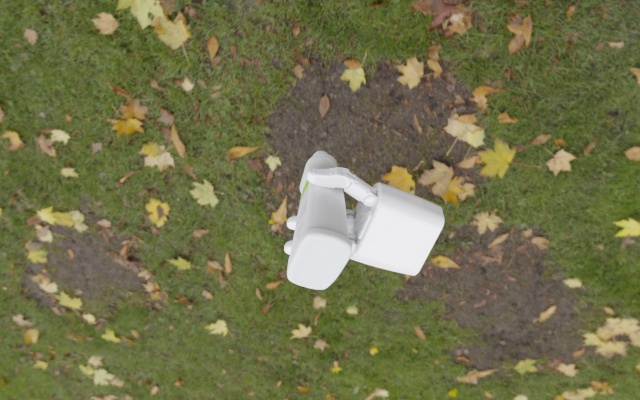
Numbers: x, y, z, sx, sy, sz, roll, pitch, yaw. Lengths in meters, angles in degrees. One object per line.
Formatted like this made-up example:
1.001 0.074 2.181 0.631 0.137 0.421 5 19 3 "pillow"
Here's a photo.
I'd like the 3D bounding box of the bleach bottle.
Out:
0.000 0.002 0.691 0.068 0.103 0.250 18 38 -12 "bleach bottle"
